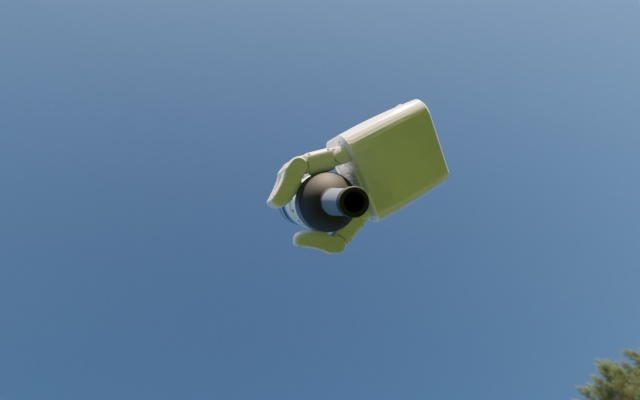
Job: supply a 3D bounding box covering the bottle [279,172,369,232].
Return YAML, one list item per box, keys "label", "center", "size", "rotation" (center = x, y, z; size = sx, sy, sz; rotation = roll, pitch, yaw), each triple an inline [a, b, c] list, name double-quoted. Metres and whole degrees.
- label: "bottle"
  center: [0.000, 0.002, 0.556]
  size: [0.069, 0.069, 0.295]
  rotation: [0, 0, -11]
